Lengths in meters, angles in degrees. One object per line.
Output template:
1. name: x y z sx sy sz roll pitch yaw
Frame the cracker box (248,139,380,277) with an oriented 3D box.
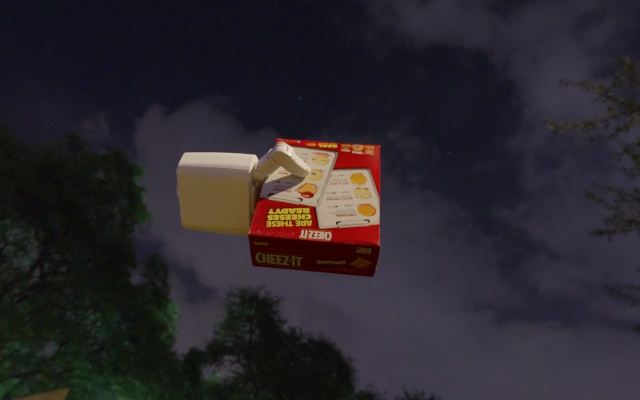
1. cracker box: 0.000 0.002 0.677 0.164 0.072 0.213 4 42 3
